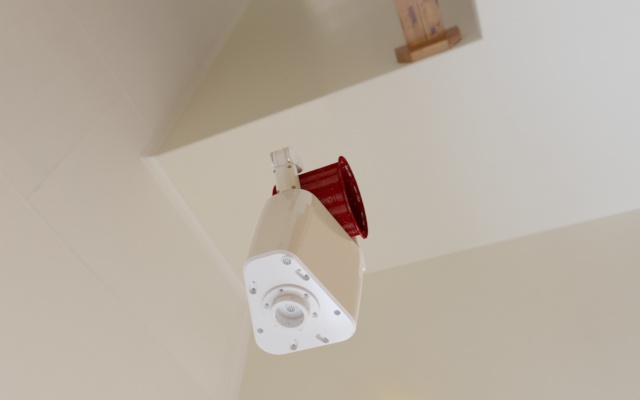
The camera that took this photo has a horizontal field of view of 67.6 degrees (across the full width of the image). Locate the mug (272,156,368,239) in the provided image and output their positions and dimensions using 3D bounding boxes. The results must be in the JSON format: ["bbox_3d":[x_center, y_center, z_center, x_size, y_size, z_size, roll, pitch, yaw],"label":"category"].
[{"bbox_3d":[0.000,0.001,0.532,0.081,0.093,0.117,-17,26,14],"label":"mug"}]
